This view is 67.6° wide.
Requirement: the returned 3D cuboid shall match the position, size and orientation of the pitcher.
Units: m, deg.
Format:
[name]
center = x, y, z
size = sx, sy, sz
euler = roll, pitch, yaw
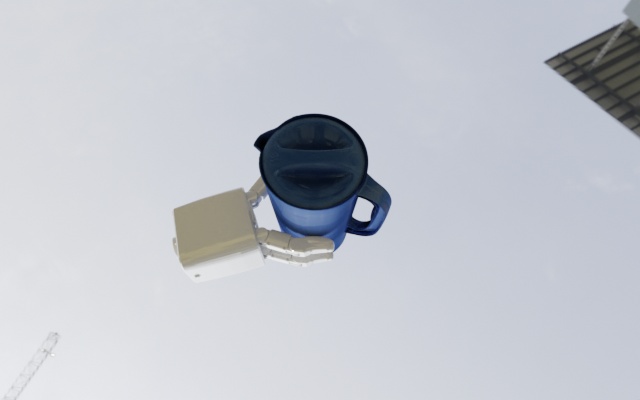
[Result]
[pitcher]
center = 0.000, 0.002, 0.676
size = 0.145, 0.149, 0.243
euler = -18, -23, -8
